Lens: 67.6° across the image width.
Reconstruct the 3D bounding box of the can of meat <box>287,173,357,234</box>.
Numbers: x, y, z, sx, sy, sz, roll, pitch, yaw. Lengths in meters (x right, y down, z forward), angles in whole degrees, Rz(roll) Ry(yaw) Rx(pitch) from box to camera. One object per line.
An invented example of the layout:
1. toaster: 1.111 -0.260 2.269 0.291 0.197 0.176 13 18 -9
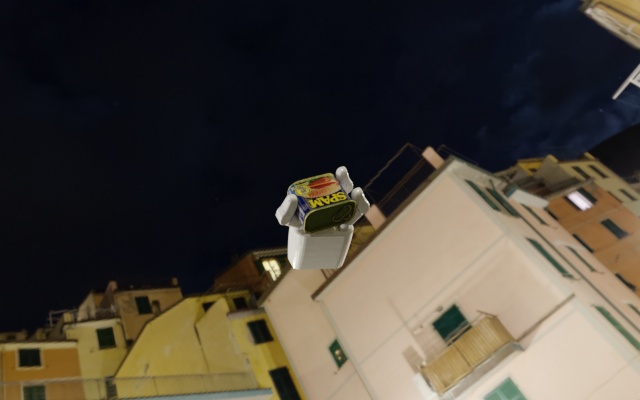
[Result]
1. can of meat: 0.000 0.003 0.856 0.102 0.057 0.084 -15 48 -22
